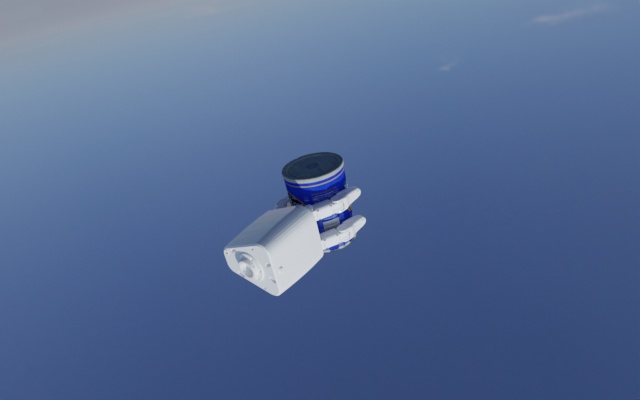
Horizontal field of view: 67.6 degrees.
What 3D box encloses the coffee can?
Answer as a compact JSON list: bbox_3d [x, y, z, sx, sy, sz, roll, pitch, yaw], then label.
[{"bbox_3d":[0.000,0.002,0.809,0.103,0.140,0.102,-10,28,5],"label":"coffee can"}]
